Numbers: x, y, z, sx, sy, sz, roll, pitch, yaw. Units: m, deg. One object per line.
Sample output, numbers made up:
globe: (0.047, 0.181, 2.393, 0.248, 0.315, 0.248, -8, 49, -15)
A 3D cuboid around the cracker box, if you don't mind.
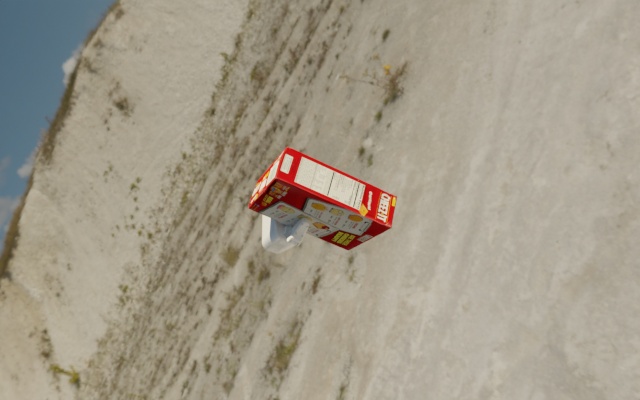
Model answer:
cracker box: (0.000, 0.003, 0.839, 0.214, 0.072, 0.164, 23, -26, -15)
